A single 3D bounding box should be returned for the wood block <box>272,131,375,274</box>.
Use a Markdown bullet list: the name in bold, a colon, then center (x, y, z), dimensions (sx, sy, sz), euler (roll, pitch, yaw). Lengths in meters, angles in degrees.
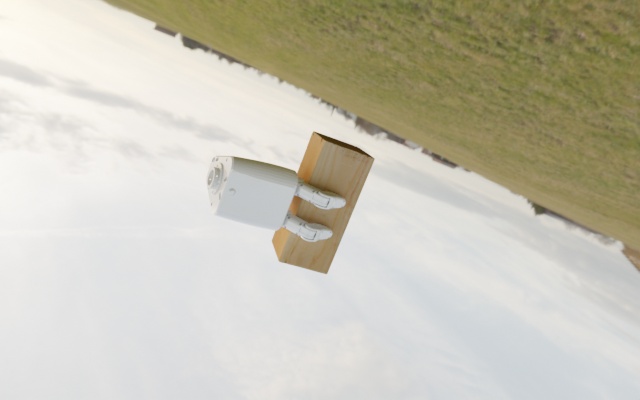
- **wood block**: center (0.000, 0.002, 0.789), dimensions (0.090, 0.206, 0.090), euler (17, 14, -19)
